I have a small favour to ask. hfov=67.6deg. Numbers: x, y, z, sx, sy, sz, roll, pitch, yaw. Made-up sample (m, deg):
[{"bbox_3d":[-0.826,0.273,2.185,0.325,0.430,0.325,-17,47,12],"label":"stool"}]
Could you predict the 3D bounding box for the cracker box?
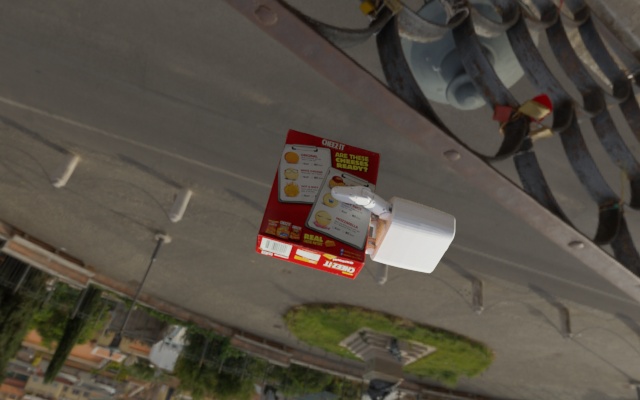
[{"bbox_3d":[0.000,0.003,0.774,0.164,0.213,0.072,15,-34,-4],"label":"cracker box"}]
